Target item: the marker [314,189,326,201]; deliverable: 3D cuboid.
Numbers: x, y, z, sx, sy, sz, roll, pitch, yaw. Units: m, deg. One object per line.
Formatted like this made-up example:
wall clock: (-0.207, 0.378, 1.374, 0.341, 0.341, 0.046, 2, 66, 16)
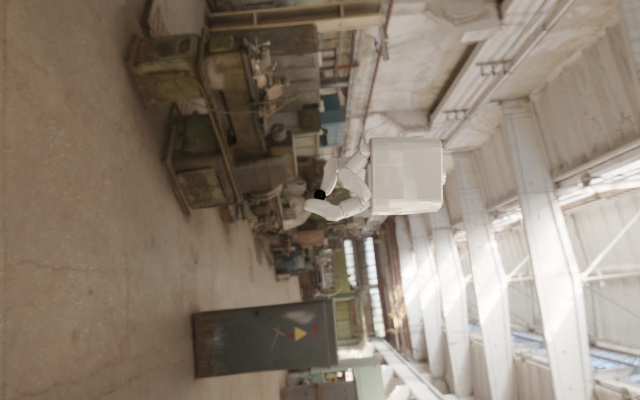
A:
marker: (0.000, 0.003, 0.780, 0.020, 0.020, 0.121, 0, -12, 1)
